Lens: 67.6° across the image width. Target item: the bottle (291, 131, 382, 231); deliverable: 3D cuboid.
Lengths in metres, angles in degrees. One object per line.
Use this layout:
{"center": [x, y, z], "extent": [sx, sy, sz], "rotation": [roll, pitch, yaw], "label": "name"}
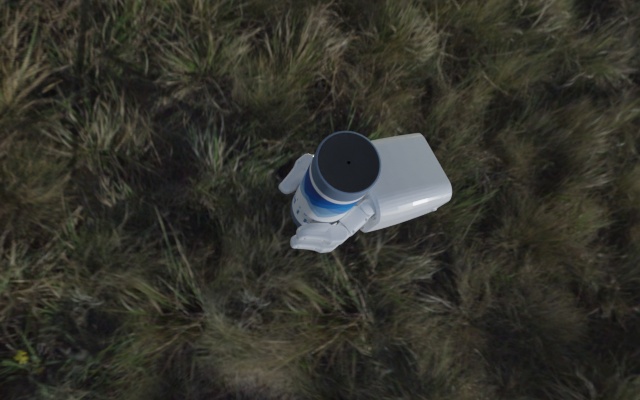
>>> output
{"center": [0.000, 0.002, 0.600], "extent": [0.069, 0.069, 0.296], "rotation": [0, -15, -11], "label": "bottle"}
